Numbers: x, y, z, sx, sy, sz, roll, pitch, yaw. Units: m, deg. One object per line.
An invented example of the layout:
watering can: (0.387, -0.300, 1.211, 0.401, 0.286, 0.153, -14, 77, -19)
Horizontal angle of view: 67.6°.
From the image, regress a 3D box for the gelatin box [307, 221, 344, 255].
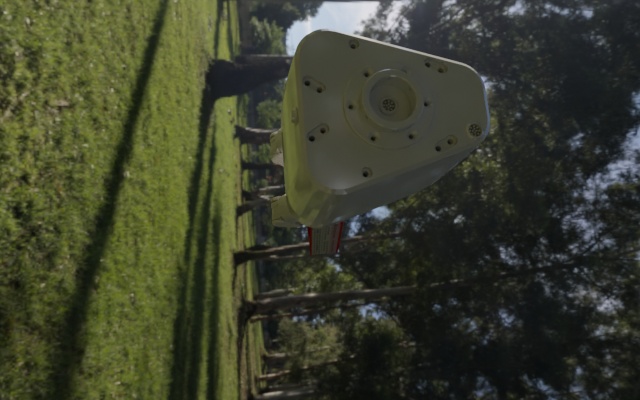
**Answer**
gelatin box: (0.001, 0.001, 0.429, 0.030, 0.073, 0.089, -5, -23, -2)
